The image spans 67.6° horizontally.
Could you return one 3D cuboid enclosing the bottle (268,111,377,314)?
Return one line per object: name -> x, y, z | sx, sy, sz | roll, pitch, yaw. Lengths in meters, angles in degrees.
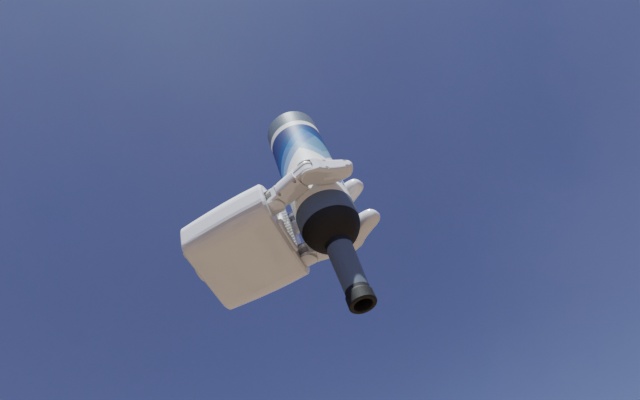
bottle -> 0.000, 0.002, 0.541 | 0.069, 0.069, 0.295 | 0, 40, -20
